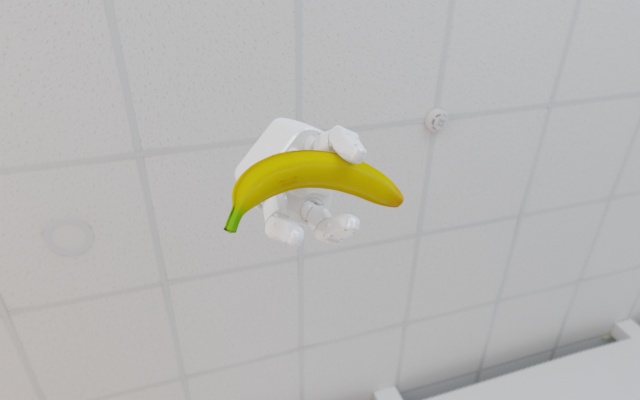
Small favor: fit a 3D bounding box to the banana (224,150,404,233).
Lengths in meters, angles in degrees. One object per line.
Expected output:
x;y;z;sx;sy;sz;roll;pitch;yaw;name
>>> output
-0.004;-0.017;0.474;0.198;0.069;0.037;-8;8;-25;banana
